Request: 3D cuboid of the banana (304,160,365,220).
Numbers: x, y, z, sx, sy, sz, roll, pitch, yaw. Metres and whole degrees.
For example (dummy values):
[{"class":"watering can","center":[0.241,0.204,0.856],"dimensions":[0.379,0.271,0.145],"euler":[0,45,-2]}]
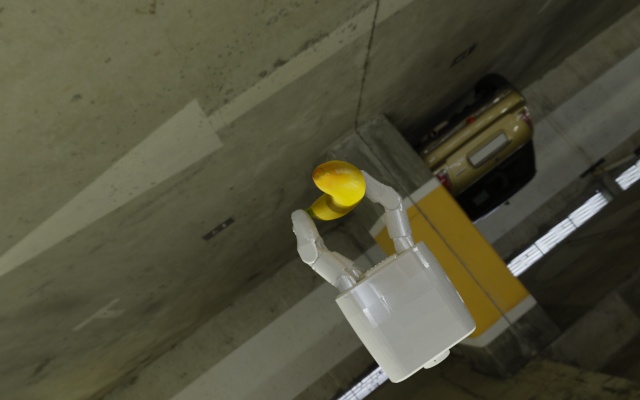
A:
[{"class":"banana","center":[0.016,-0.006,0.508],"dimensions":[0.069,0.037,0.198],"euler":[-27,-10,-14]}]
